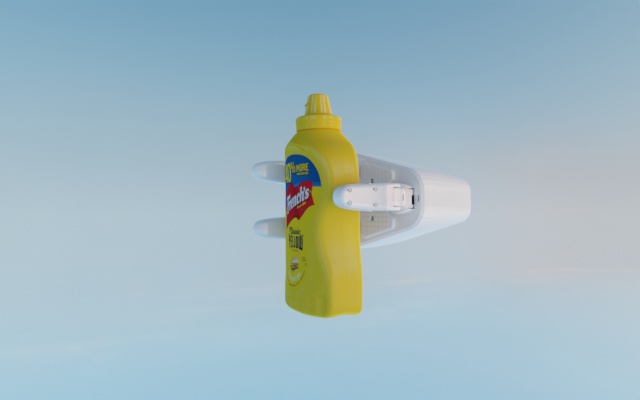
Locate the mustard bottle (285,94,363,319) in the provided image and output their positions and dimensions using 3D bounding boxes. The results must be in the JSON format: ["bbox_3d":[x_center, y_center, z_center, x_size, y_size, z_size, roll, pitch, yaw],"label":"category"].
[{"bbox_3d":[0.000,0.002,0.427,0.058,0.191,0.096,0,-1,-24],"label":"mustard bottle"}]
